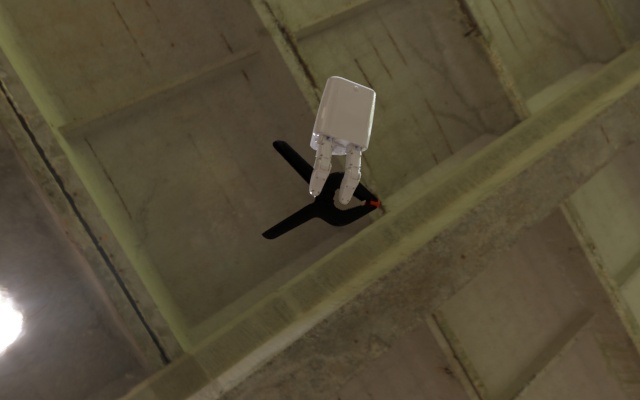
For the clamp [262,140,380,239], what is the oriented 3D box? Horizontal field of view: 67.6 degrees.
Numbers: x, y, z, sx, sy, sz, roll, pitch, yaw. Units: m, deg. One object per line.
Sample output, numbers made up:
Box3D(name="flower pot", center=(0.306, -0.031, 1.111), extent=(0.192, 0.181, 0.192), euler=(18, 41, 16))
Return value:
Box3D(name="clamp", center=(0.000, 0.003, 0.816), extent=(0.210, 0.164, 0.036), euler=(16, -8, -20))
